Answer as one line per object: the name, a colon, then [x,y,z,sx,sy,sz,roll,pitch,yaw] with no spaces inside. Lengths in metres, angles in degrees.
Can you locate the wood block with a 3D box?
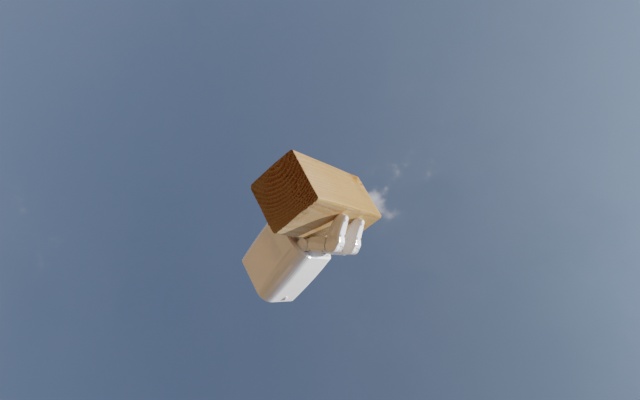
wood block: [0.000,0.002,0.755,0.090,0.090,0.206,-39,-26,20]
